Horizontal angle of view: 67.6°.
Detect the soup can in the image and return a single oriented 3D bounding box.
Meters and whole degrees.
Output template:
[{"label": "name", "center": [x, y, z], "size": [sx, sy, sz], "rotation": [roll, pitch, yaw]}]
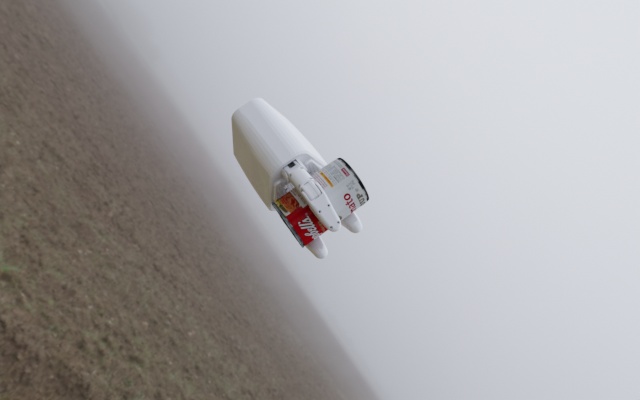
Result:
[{"label": "soup can", "center": [0.001, 0.002, 0.589], "size": [0.102, 0.068, 0.068], "rotation": [-35, 4, -7]}]
